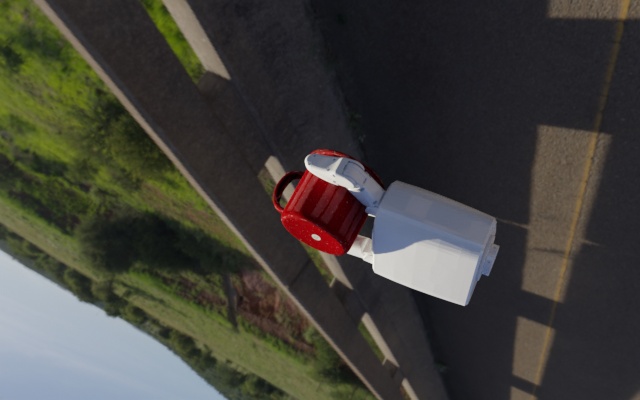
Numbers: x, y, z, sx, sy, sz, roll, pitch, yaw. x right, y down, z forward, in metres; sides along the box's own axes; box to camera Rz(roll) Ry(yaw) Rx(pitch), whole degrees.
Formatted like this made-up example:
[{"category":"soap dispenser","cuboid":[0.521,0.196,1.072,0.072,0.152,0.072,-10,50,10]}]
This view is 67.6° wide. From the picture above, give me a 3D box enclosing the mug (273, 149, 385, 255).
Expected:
[{"category":"mug","cuboid":[-0.001,0.001,0.518,0.117,0.081,0.093,19,-23,24]}]
